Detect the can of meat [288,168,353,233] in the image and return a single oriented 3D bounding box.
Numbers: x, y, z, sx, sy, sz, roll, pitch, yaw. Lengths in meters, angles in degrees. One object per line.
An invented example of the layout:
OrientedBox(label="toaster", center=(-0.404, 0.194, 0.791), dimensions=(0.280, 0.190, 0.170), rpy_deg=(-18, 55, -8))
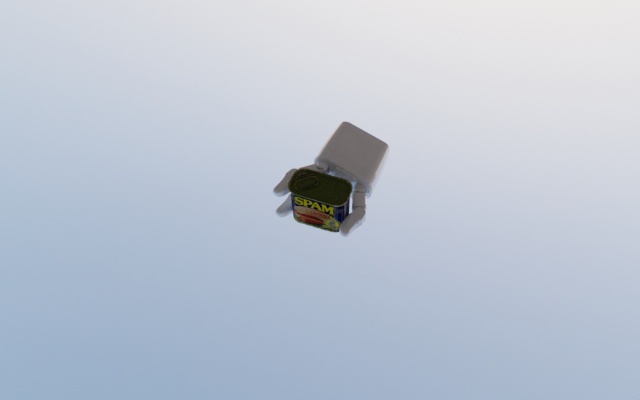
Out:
OrientedBox(label="can of meat", center=(0.000, 0.003, 0.797), dimensions=(0.102, 0.057, 0.084), rpy_deg=(16, -35, 13))
